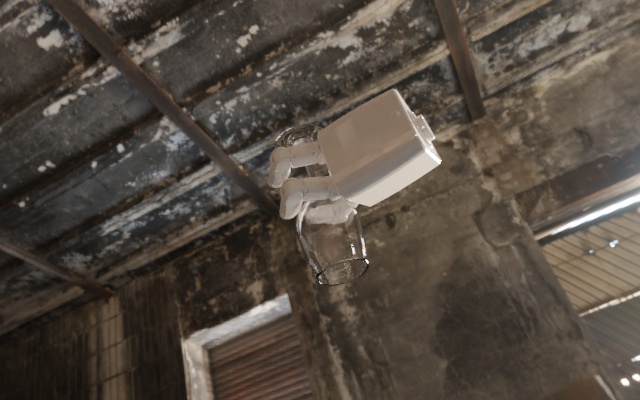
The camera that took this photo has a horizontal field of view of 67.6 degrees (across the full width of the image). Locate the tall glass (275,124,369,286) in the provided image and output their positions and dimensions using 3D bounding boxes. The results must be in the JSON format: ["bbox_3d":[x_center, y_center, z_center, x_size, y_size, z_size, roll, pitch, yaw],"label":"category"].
[{"bbox_3d":[0.000,0.001,0.592,0.079,0.201,0.079,-12,-33,-8],"label":"tall glass"}]
